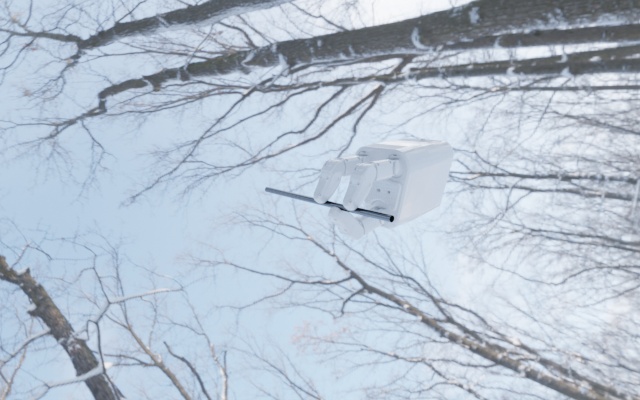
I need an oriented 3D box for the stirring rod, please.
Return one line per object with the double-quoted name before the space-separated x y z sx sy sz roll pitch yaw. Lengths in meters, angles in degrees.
"stirring rod" 0.000 0.002 0.617 0.011 0.011 0.239 0 9 -42
